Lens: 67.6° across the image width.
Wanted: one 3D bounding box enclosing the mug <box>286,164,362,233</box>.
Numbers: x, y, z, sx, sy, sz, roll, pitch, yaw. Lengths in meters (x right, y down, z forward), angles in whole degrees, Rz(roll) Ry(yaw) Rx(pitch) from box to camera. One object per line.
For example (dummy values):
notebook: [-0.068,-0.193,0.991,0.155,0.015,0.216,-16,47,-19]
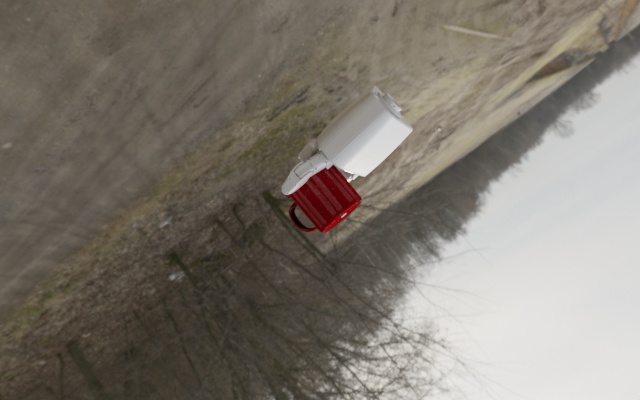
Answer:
mug: [-0.001,0.003,0.726,0.117,0.081,0.093,-44,-10,22]
